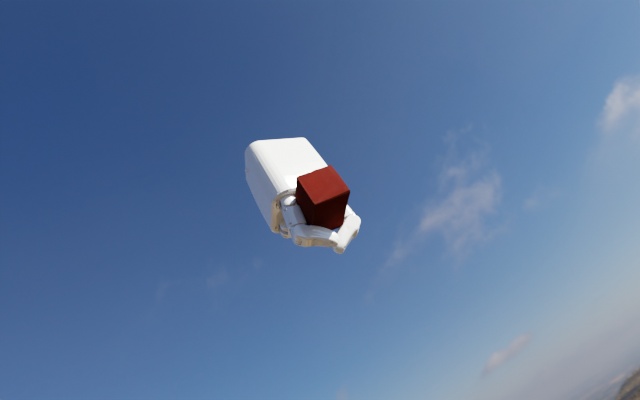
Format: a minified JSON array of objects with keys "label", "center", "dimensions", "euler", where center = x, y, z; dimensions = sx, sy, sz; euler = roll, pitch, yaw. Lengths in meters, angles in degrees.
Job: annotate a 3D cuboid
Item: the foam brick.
[{"label":"foam brick","center":[0.000,0.002,0.623],"dimensions":[0.053,0.051,0.078],"euler":[-20,-33,-20]}]
